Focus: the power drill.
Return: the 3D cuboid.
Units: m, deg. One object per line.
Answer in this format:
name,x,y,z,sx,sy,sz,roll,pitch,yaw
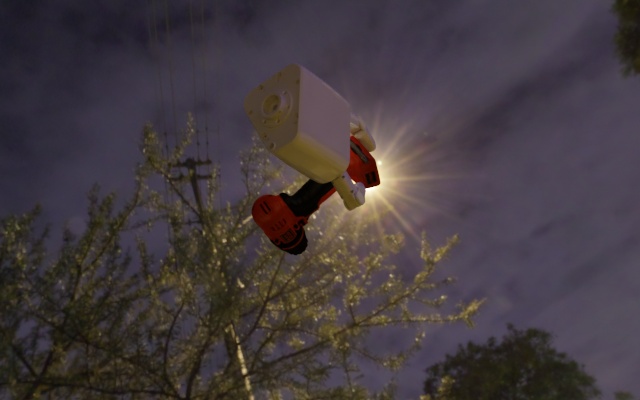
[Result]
power drill,0.000,0.002,0.704,0.187,0.057,0.184,-39,-22,-4
